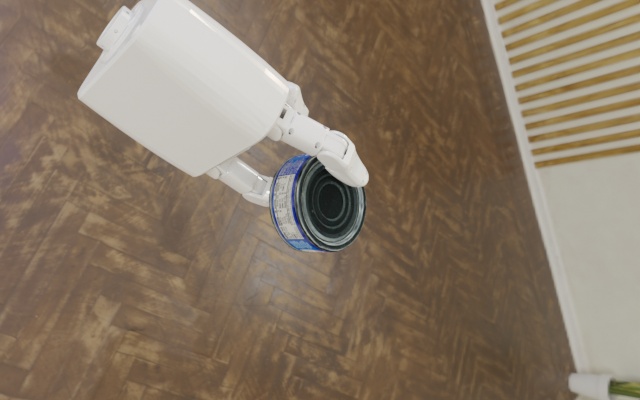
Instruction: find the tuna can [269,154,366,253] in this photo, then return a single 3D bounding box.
[{"bbox_3d":[0.001,0.001,0.403,0.086,0.086,0.034,0,-4,-45],"label":"tuna can"}]
